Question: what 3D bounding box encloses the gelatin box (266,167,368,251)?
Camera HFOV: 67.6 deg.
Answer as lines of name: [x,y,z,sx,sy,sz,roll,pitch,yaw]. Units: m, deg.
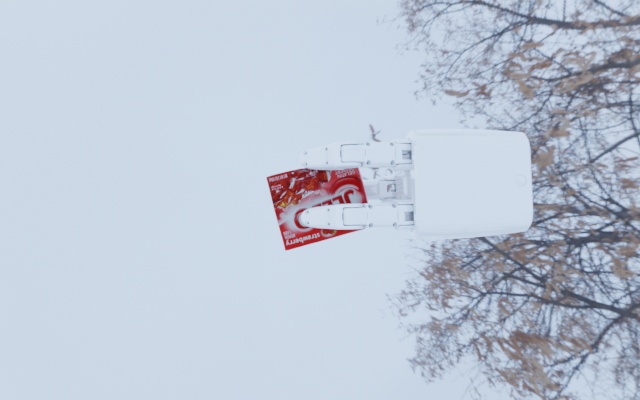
gelatin box: [0.000,0.002,0.461,0.089,0.073,0.030,-15,-1,2]
